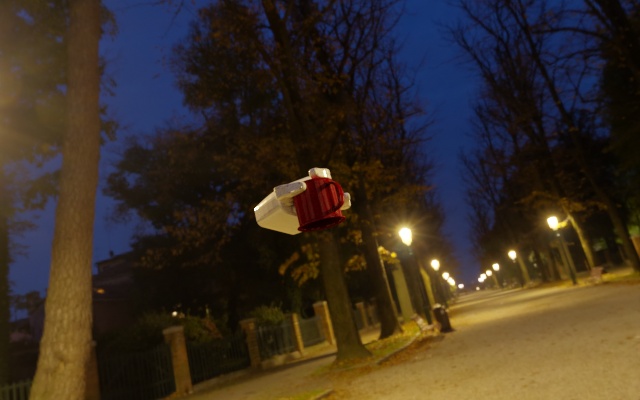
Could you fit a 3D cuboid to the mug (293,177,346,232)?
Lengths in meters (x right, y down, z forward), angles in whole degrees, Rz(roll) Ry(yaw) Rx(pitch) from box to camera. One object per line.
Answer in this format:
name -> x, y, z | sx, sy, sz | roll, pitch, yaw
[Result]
mug -> 0.001, 0.002, 0.890 | 0.093, 0.081, 0.117 | -1, -19, -39
